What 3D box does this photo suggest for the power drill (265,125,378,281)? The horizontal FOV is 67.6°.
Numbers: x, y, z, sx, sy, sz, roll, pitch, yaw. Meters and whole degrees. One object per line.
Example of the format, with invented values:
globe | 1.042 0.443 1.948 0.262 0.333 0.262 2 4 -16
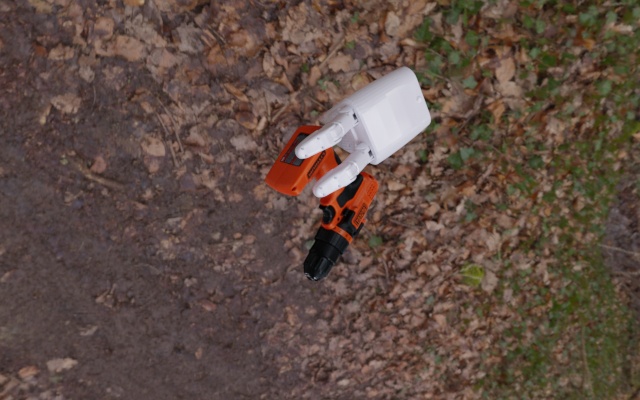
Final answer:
power drill | 0.000 0.002 0.665 0.057 0.184 0.188 16 -23 35
